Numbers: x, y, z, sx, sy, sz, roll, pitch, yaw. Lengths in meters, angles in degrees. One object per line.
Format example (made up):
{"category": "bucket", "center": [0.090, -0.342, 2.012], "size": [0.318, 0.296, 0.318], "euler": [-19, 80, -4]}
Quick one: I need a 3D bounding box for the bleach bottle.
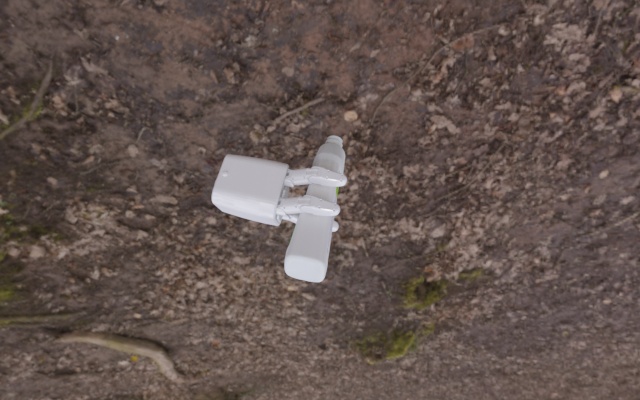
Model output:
{"category": "bleach bottle", "center": [0.000, 0.003, 0.808], "size": [0.068, 0.250, 0.103], "euler": [12, -29, 3]}
